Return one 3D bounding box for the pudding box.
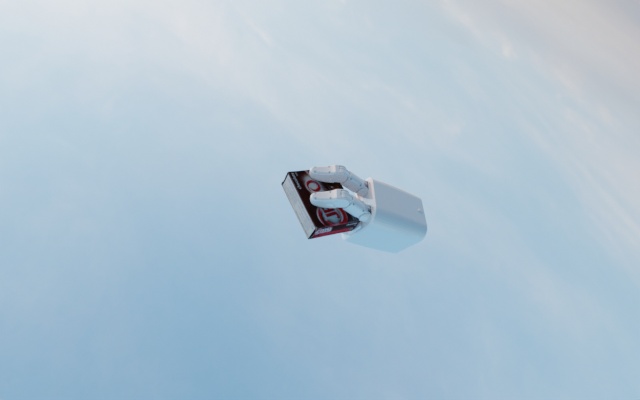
[{"bbox_3d":[0.000,0.003,0.768,0.090,0.113,0.039,-8,-33,-37],"label":"pudding box"}]
